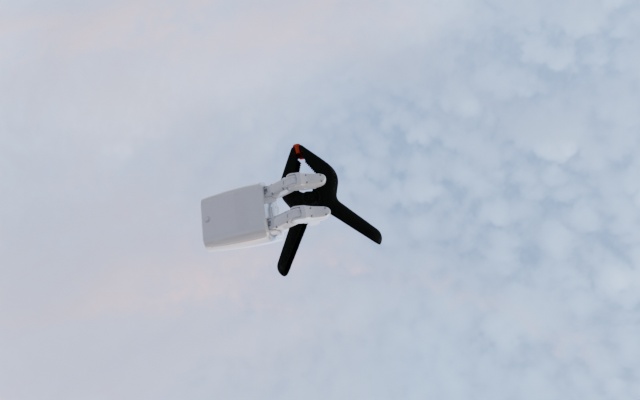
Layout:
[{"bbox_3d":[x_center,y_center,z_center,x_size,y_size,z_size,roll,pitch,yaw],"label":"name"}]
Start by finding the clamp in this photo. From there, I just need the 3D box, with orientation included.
[{"bbox_3d":[0.000,0.002,0.751,0.164,0.210,0.036,-12,-22,7],"label":"clamp"}]
